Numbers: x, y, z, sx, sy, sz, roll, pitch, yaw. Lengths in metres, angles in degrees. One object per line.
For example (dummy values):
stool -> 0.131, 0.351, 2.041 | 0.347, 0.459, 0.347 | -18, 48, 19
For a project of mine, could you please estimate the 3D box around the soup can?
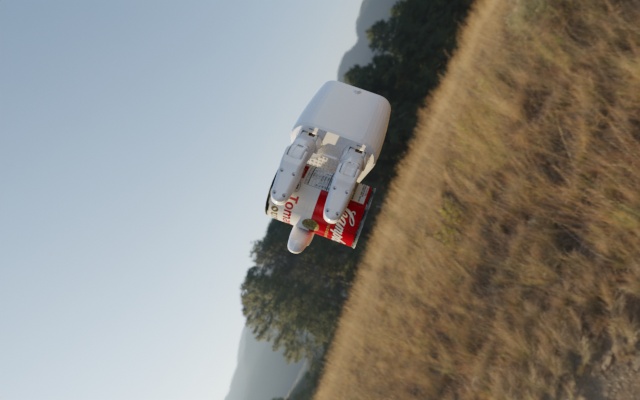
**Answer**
soup can -> 0.000, 0.002, 0.510 | 0.102, 0.068, 0.068 | 20, 2, 4
